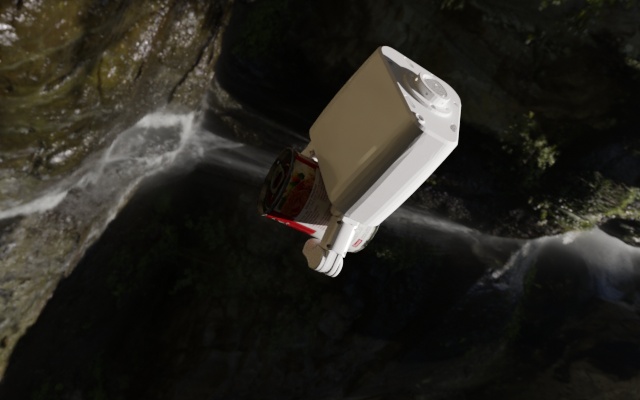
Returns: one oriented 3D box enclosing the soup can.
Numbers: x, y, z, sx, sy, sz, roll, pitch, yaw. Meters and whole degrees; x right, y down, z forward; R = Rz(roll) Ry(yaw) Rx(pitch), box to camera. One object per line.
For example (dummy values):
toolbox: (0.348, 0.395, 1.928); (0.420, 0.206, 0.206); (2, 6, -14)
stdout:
soup can: (0.000, 0.002, 0.457); (0.102, 0.068, 0.068); (25, -10, -21)
